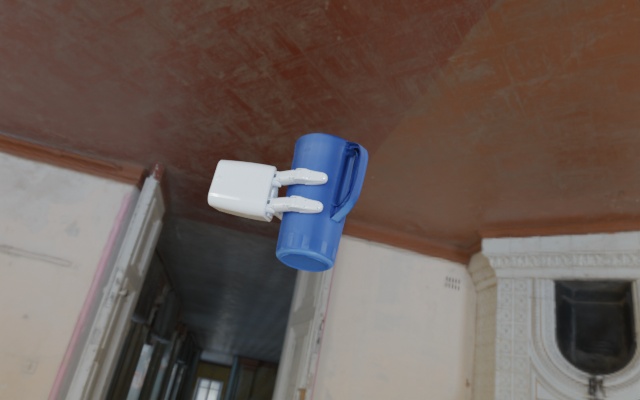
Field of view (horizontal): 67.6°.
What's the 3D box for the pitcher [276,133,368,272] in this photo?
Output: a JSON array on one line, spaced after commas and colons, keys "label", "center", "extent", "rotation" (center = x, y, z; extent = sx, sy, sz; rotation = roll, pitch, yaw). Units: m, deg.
[{"label": "pitcher", "center": [0.000, 0.003, 0.896], "extent": [0.145, 0.242, 0.149], "rotation": [10, -24, 3]}]
